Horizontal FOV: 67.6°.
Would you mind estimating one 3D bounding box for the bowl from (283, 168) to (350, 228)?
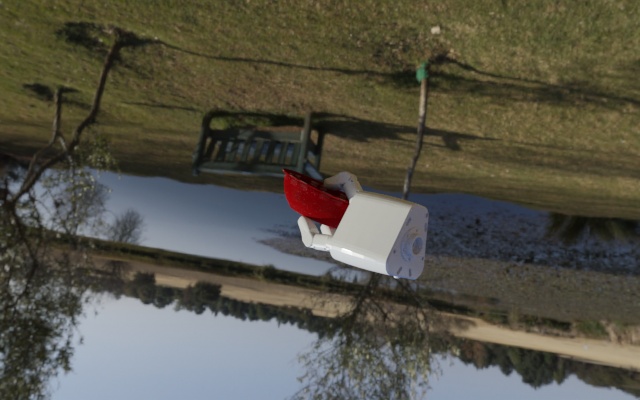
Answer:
[{"bbox_3d":[-0.001,0.003,0.807,0.162,0.055,0.162,24,6,-3],"label":"bowl"}]
